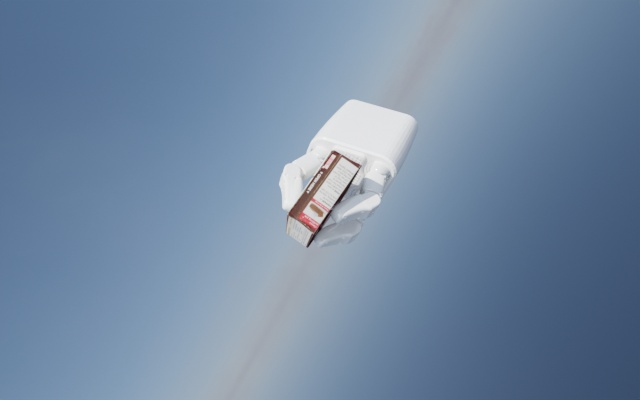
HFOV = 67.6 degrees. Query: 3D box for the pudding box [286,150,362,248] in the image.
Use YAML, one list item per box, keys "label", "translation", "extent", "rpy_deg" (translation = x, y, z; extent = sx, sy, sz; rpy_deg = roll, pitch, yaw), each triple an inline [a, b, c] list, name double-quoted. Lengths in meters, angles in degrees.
- label: "pudding box"
  translation: [0.000, 0.002, 0.538]
  extent: [0.039, 0.090, 0.113]
  rpy_deg: [33, -13, 5]
